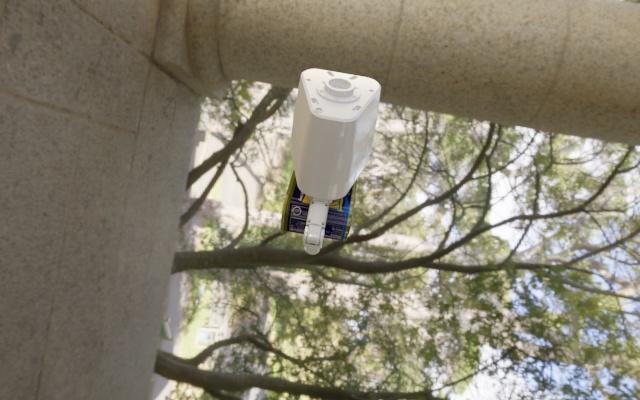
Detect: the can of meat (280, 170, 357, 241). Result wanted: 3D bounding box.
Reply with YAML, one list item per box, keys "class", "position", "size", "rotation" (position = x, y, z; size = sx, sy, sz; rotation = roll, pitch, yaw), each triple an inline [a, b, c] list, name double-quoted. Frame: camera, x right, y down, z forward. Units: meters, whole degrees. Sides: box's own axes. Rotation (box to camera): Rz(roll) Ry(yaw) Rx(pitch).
- class: "can of meat"
  position: [0.000, 0.002, 0.609]
  size: [0.084, 0.057, 0.102]
  rotation: [10, 38, 2]
